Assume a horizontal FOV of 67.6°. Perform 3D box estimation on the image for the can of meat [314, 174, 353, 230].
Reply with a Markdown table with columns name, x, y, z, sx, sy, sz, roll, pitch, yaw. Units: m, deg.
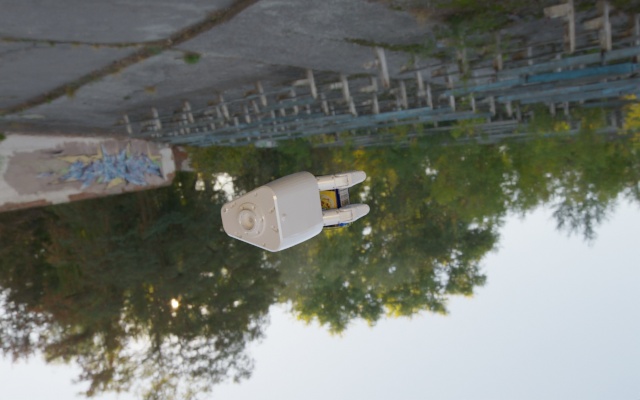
| name | x | y | z | sx | sy | sz | roll | pitch | yaw |
| --- | --- | --- | --- | --- | --- | --- | --- | --- | --- |
| can of meat | 0.000 | 0.003 | 0.785 | 0.102 | 0.084 | 0.057 | -3 | 10 | 28 |
